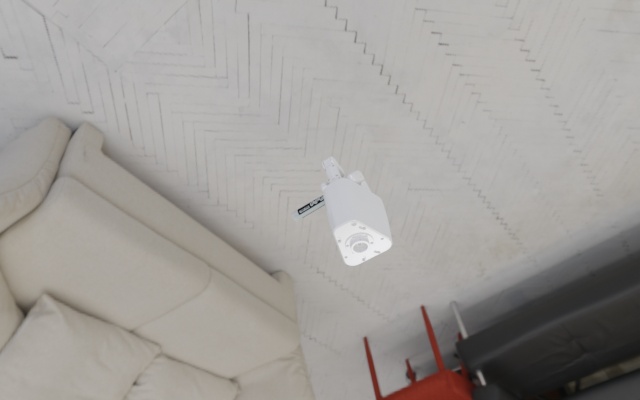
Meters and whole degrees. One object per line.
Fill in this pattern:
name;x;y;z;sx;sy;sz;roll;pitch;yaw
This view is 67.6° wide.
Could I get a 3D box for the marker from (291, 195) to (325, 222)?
marker;0.000;0.003;0.872;0.121;0.020;0.020;-30;-10;18
